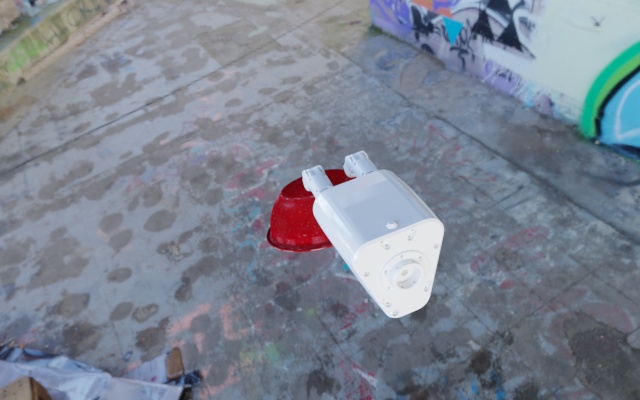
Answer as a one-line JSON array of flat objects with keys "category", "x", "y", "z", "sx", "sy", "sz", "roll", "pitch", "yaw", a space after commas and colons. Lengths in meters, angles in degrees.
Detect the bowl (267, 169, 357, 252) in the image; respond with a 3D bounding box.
[{"category": "bowl", "x": -0.001, "y": 0.001, "z": 0.616, "sx": 0.162, "sy": 0.055, "sz": 0.162, "roll": -15, "pitch": 21, "yaw": 6}]
